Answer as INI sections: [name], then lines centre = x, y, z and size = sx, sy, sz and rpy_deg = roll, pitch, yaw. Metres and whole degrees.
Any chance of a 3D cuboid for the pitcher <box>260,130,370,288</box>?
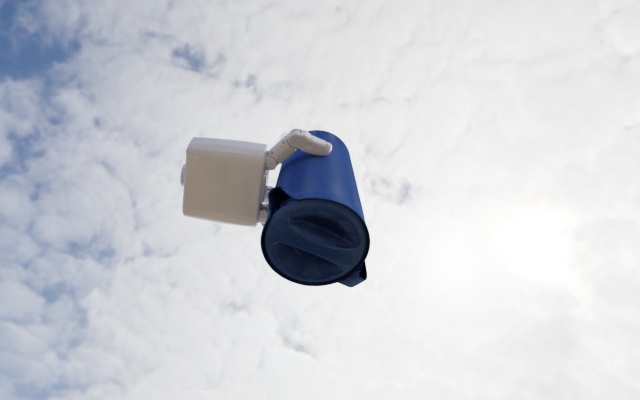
[pitcher]
centre = 0.000, 0.002, 0.677
size = 0.145, 0.149, 0.242
rpy_deg = 6, 31, -3
